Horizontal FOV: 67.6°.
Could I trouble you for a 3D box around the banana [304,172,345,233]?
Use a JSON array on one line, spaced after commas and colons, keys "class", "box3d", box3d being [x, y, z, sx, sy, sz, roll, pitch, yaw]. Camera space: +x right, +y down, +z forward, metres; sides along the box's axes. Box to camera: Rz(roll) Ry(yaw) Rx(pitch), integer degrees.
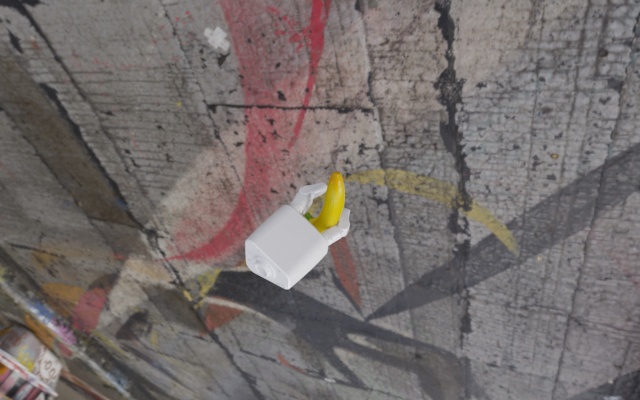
[{"class": "banana", "box3d": [0.009, 0.020, 0.895, 0.037, 0.069, 0.198, -26, -14, -29]}]
